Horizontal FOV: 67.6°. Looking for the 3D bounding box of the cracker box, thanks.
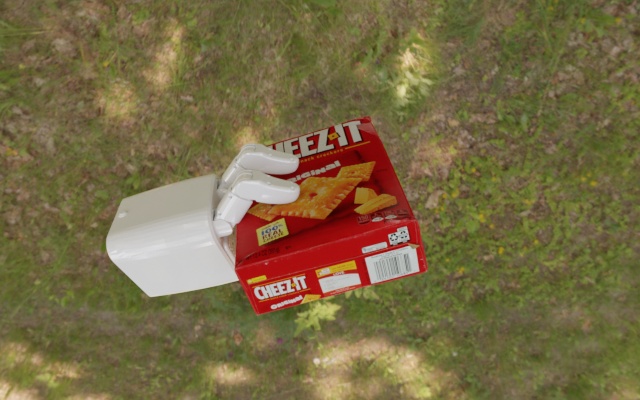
[{"bbox_3d":[0.000,0.002,0.500,0.164,0.072,0.213,-15,35,3],"label":"cracker box"}]
